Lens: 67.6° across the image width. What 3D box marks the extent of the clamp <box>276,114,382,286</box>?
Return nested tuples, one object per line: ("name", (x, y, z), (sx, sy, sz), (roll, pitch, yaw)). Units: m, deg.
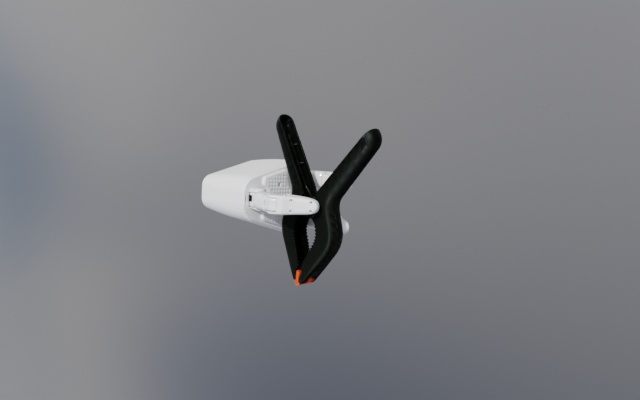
("clamp", (-0.001, 0.002, 0.568), (0.036, 0.210, 0.164), (-2, 8, -43))
